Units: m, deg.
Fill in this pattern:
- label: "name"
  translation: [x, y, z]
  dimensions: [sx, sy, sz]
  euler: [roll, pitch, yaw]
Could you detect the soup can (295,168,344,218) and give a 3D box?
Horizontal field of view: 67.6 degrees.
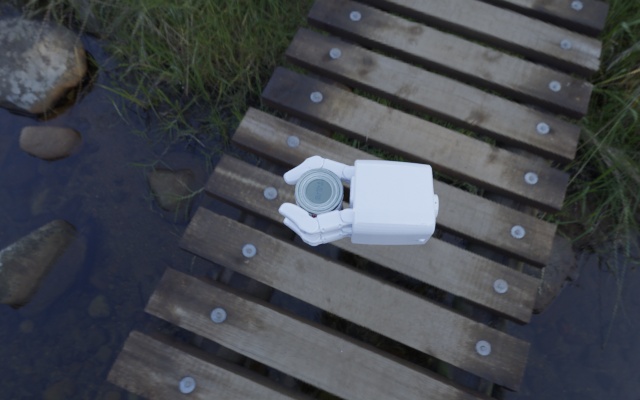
- label: "soup can"
  translation: [0.000, 0.002, 0.683]
  dimensions: [0.068, 0.068, 0.102]
  euler: [0, -17, 2]
